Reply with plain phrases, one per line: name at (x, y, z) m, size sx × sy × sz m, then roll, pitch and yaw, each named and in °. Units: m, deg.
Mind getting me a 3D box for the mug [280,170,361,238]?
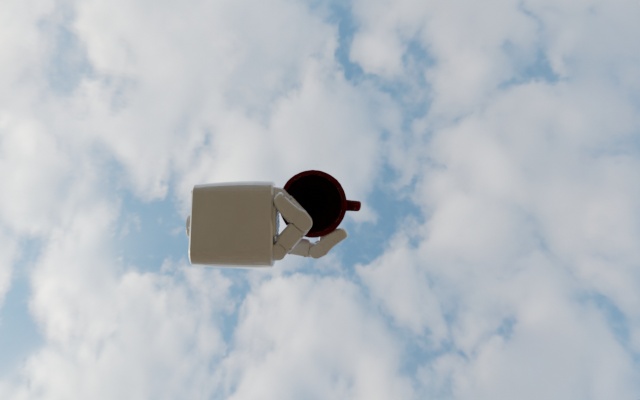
mug at (0.002, 0.002, 0.690) m, size 0.117 × 0.093 × 0.081 m, roll 2°, pitch 4°, yaw -2°
